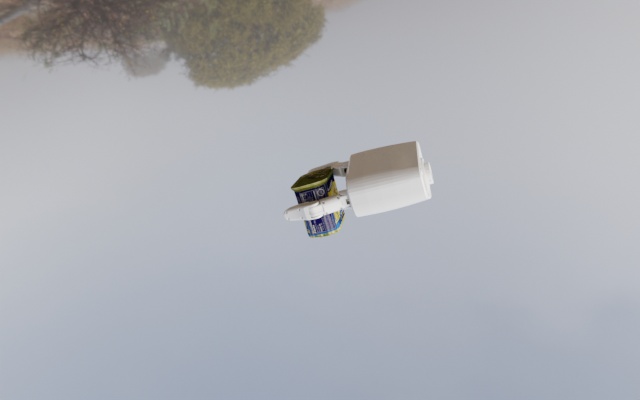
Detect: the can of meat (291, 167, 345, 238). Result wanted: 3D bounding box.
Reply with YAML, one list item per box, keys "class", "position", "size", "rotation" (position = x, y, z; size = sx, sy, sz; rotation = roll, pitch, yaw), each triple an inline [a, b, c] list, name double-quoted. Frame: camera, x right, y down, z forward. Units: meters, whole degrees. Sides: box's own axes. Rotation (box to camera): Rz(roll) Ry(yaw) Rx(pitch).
- class: "can of meat"
  position: [0.000, 0.003, 0.743]
  size: [0.057, 0.084, 0.102]
  rotation: [-14, 13, 14]
